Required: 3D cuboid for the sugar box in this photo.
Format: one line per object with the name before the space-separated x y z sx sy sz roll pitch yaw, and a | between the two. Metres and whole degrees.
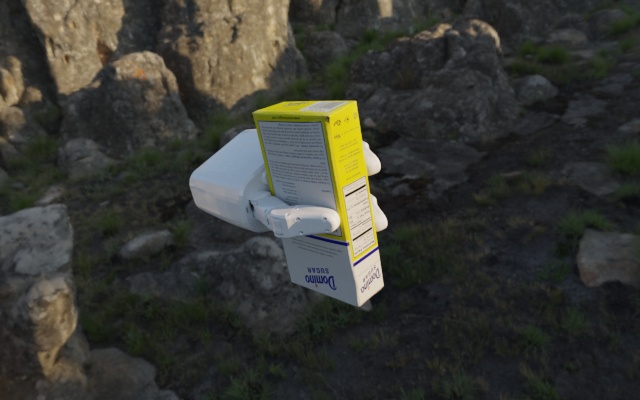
sugar box | 0.000 0.001 0.433 0.093 0.176 0.048 11 33 43
